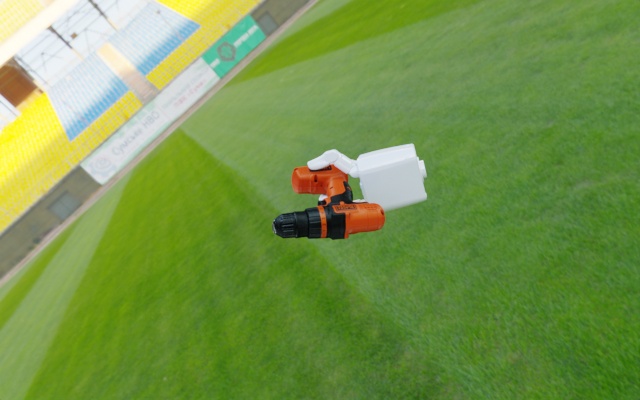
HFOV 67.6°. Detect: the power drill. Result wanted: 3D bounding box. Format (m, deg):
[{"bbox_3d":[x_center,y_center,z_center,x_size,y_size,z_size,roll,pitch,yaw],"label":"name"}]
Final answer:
[{"bbox_3d":[0.000,0.002,0.830,0.184,0.057,0.187,-3,31,-12],"label":"power drill"}]
